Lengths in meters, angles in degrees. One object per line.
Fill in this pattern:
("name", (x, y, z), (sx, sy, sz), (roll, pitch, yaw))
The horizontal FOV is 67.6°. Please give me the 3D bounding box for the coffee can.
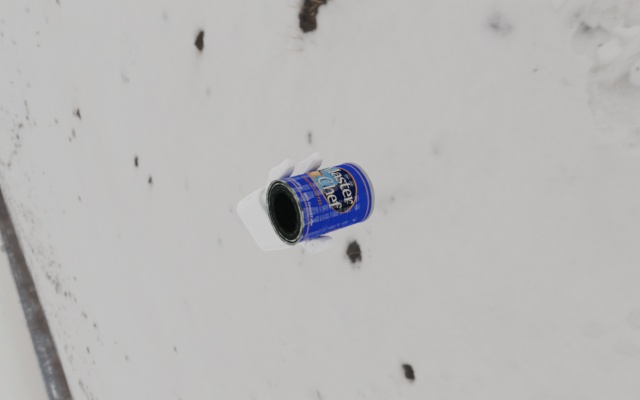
("coffee can", (0.000, 0.002, 0.753), (0.140, 0.103, 0.103), (-16, 9, -33))
